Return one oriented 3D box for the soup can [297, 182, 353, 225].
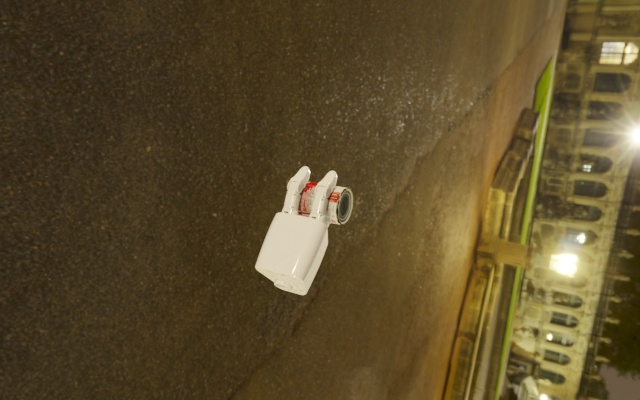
[{"bbox_3d":[0.001,0.003,0.869,0.102,0.068,0.068,10,4,25],"label":"soup can"}]
